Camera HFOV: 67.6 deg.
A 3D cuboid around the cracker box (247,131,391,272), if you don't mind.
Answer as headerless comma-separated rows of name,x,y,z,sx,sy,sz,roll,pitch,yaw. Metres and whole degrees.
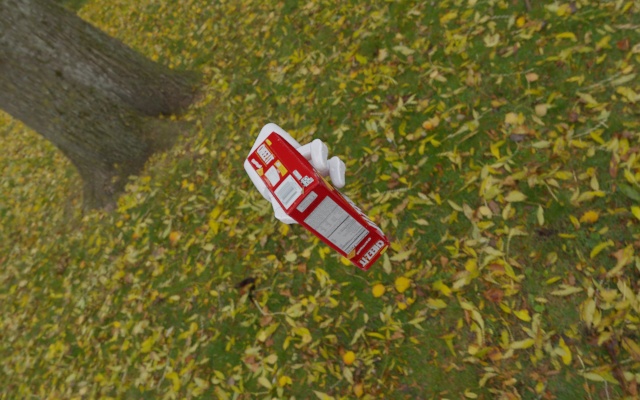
cracker box,0.000,0.003,0.760,0.214,0.072,0.164,39,7,-43
